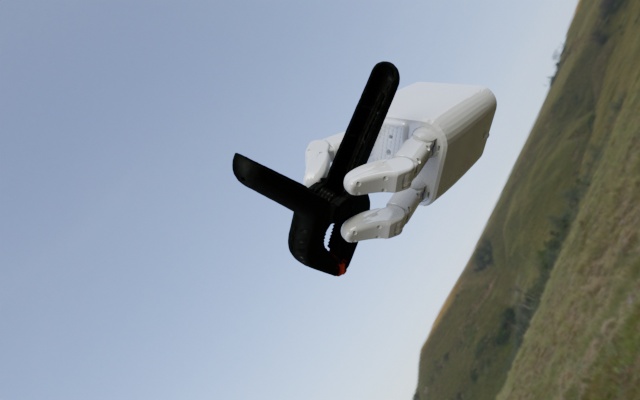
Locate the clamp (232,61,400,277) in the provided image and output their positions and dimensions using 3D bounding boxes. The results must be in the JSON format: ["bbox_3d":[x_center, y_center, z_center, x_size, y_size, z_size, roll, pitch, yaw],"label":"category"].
[{"bbox_3d":[0.000,0.001,0.413,0.164,0.210,0.036,-32,52,-32],"label":"clamp"}]
